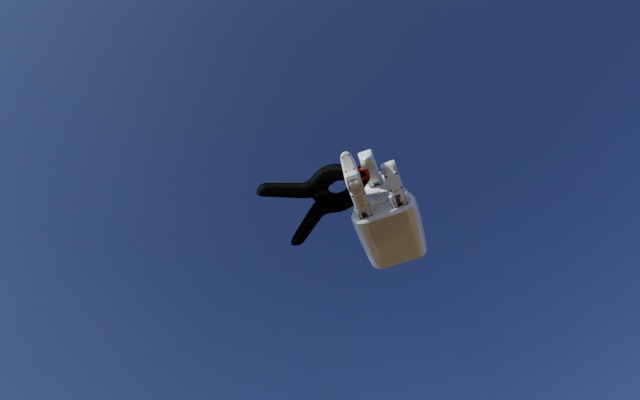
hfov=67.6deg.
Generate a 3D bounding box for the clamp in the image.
[{"bbox_3d":[0.000,0.002,0.740,0.171,0.120,0.039,-17,35,8],"label":"clamp"}]
